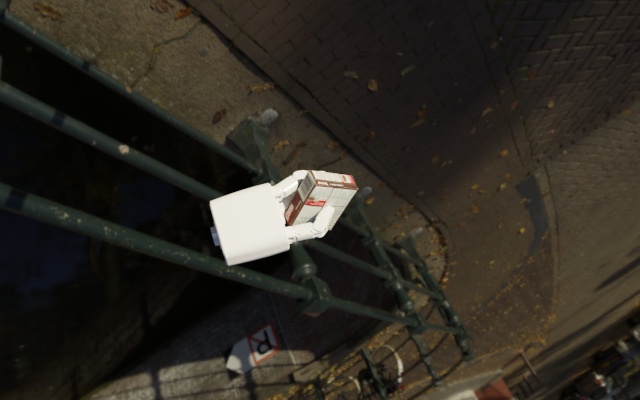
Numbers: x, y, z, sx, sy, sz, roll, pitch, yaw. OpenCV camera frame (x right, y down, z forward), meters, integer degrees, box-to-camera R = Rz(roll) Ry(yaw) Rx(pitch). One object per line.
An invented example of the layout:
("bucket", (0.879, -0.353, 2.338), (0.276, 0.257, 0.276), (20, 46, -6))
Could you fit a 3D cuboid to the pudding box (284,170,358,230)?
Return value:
("pudding box", (0.000, 0.003, 0.834), (0.090, 0.039, 0.113), (4, -45, -32))
